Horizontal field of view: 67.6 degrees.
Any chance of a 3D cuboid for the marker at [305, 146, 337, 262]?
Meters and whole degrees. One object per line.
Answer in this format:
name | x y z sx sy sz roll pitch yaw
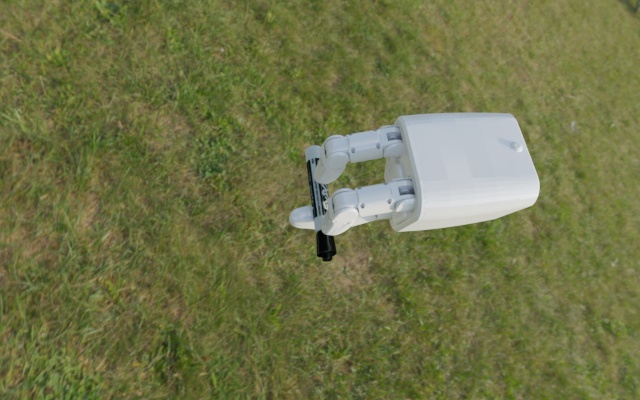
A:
marker | 0.000 0.002 0.465 0.020 0.121 0.020 -6 -27 -3
